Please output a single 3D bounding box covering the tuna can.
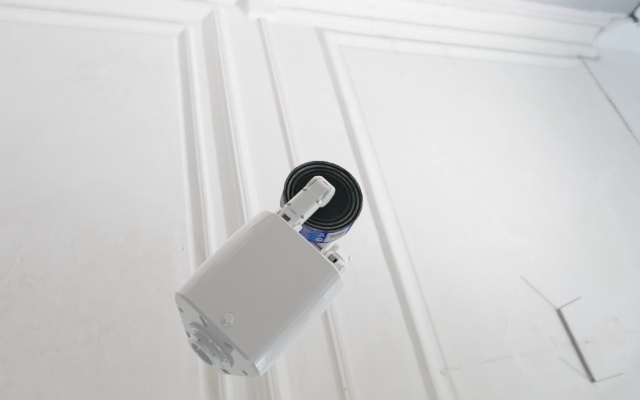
[{"bbox_3d":[0.000,0.002,0.511,0.086,0.086,0.034,0,-29,-15],"label":"tuna can"}]
